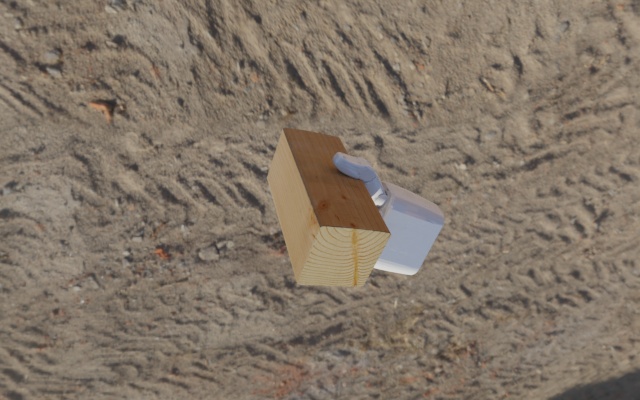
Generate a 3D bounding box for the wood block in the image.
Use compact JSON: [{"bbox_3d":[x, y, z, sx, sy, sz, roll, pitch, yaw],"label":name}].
[{"bbox_3d":[0.001,0.002,0.612,0.090,0.091,0.206,7,35,-24],"label":"wood block"}]
